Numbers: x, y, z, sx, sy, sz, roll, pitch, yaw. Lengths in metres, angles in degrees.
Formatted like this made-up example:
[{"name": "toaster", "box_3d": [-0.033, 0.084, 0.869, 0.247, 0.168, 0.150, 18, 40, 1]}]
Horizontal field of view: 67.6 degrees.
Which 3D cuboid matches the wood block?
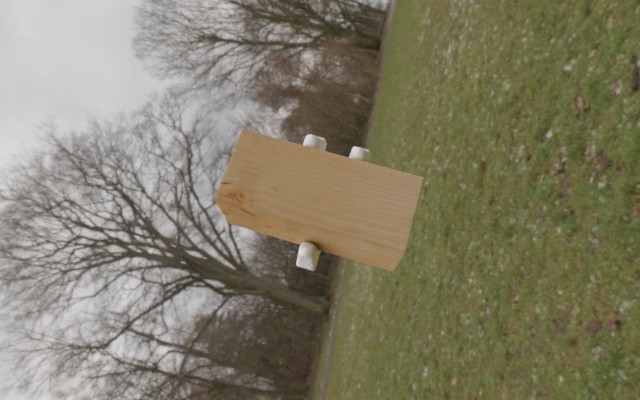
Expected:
[{"name": "wood block", "box_3d": [0.000, 0.002, 0.544, 0.206, 0.090, 0.090, 15, -20, 6]}]
